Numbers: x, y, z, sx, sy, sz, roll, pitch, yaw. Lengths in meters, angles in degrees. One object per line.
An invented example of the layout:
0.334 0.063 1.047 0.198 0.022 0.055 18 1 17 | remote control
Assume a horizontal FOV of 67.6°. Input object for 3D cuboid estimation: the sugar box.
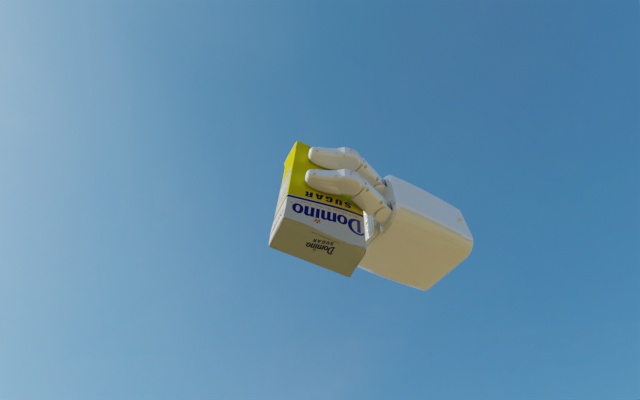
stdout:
0.000 0.001 0.539 0.093 0.048 0.176 22 27 -12 | sugar box
